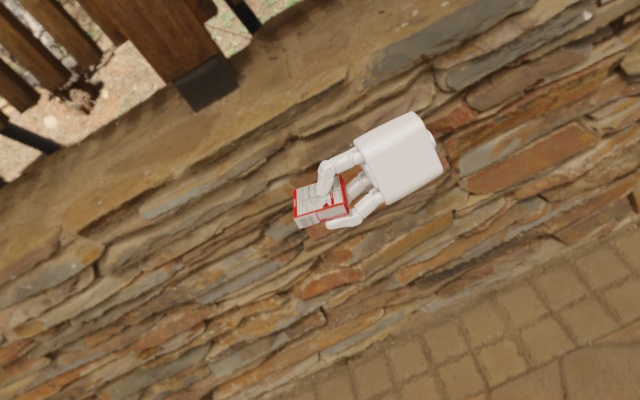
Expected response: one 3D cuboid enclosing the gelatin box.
[{"bbox_3d":[0.000,0.002,0.780,0.089,0.030,0.073,-17,39,10],"label":"gelatin box"}]
